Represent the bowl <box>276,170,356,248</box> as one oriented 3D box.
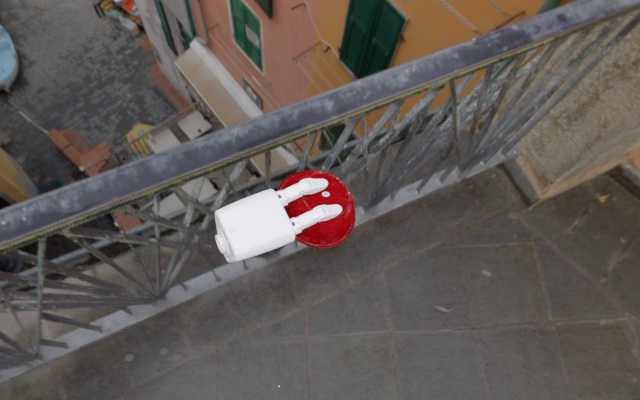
[{"bbox_3d":[0.001,0.002,0.875,0.162,0.162,0.055,0,-27,-23],"label":"bowl"}]
